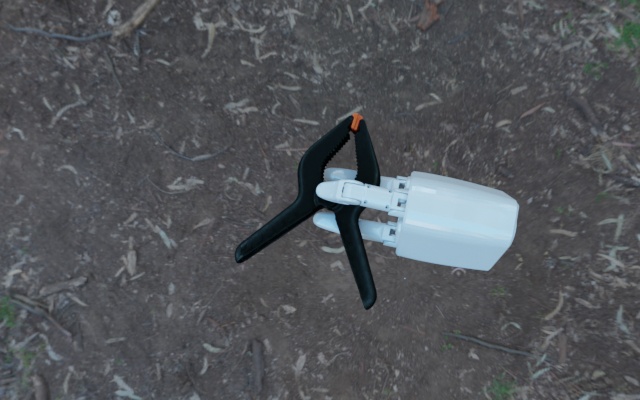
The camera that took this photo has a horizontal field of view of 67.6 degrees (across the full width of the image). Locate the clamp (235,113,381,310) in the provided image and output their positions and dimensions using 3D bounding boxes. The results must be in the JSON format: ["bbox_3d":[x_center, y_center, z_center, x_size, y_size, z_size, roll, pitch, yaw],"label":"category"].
[{"bbox_3d":[0.000,0.001,0.536,0.164,0.210,0.036,12,-7,7],"label":"clamp"}]
